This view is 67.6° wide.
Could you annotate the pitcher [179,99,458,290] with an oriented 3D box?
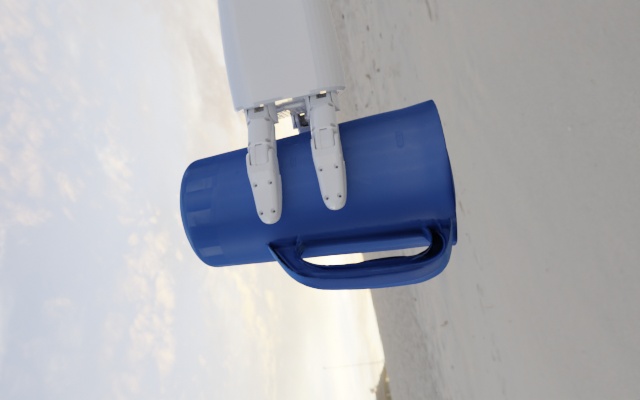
[{"bbox_3d":[0.000,0.001,0.442,0.243,0.145,0.149,-10,4,9],"label":"pitcher"}]
